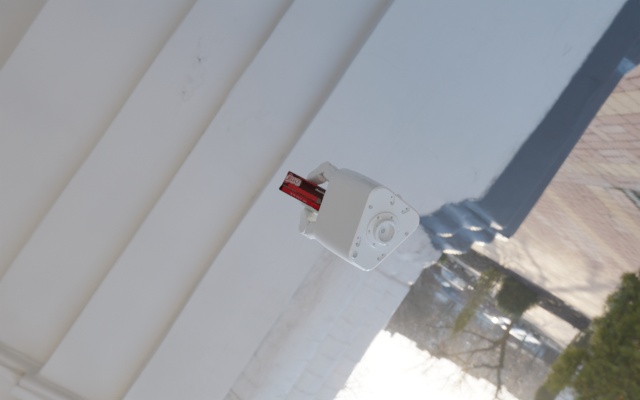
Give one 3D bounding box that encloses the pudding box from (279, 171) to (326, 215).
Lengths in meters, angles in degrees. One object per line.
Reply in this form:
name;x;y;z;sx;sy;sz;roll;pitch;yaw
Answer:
pudding box;0.000;0.003;0.751;0.090;0.039;0.113;30;-5;33
